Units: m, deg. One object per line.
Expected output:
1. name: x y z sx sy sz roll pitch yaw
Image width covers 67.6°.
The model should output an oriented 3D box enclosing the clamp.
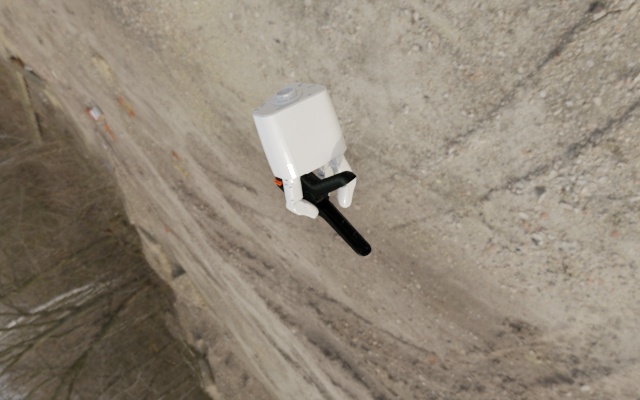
1. clamp: -0.001 0.003 0.787 0.036 0.165 0.210 -37 36 -26
